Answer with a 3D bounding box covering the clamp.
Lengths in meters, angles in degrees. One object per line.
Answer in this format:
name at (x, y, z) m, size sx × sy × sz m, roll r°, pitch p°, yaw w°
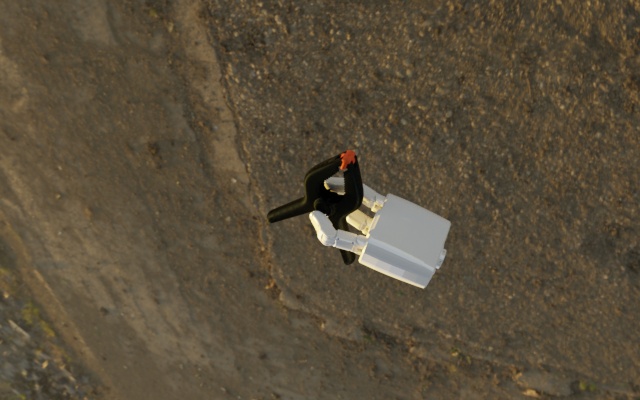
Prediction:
clamp at (0.000, 0.003, 0.744) m, size 0.164 × 0.210 × 0.036 m, roll 22°, pitch 43°, yaw 7°
